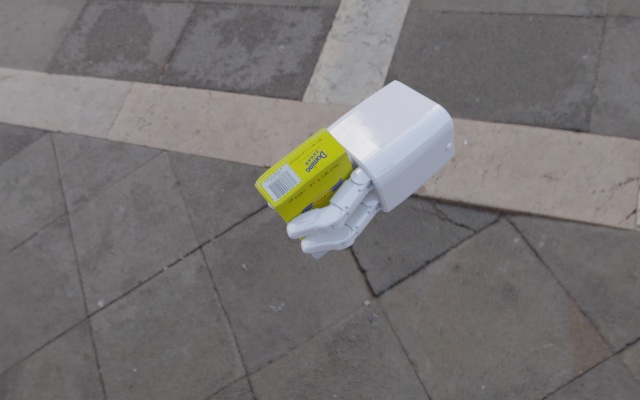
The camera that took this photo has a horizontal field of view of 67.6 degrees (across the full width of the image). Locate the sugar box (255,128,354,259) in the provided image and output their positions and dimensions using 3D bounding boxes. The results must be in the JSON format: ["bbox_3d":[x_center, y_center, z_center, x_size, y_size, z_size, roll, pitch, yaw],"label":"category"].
[{"bbox_3d":[0.000,0.002,0.546,0.093,0.048,0.176,-38,-30,-3],"label":"sugar box"}]
